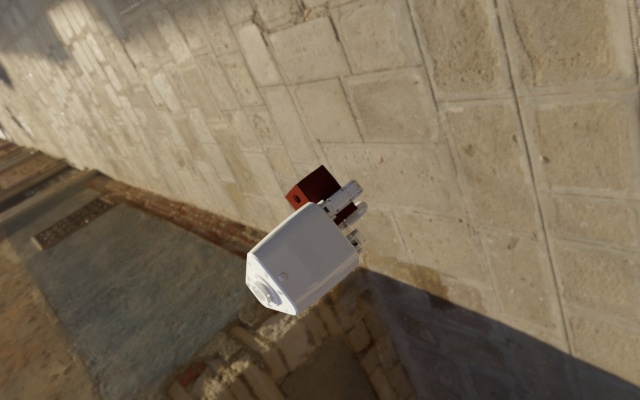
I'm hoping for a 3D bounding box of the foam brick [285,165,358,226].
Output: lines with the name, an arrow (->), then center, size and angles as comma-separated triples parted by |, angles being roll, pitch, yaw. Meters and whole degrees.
foam brick -> 0.000, 0.002, 0.639 | 0.051, 0.078, 0.053 | -38, -2, -27
